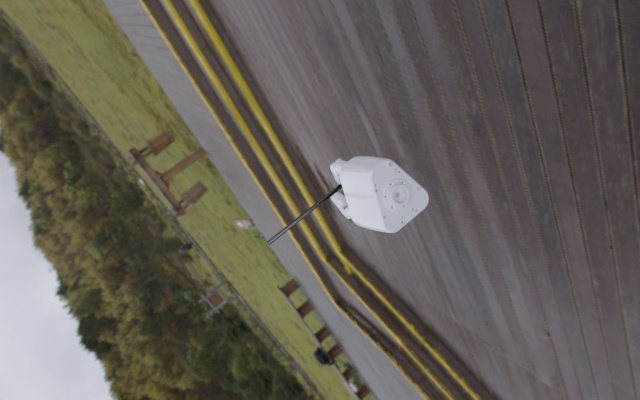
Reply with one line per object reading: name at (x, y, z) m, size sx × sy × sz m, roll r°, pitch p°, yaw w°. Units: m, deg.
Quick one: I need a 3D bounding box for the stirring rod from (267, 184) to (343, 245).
stirring rod at (0.000, 0.003, 0.863) m, size 0.239 × 0.011 × 0.011 m, roll -38°, pitch 11°, yaw -14°
